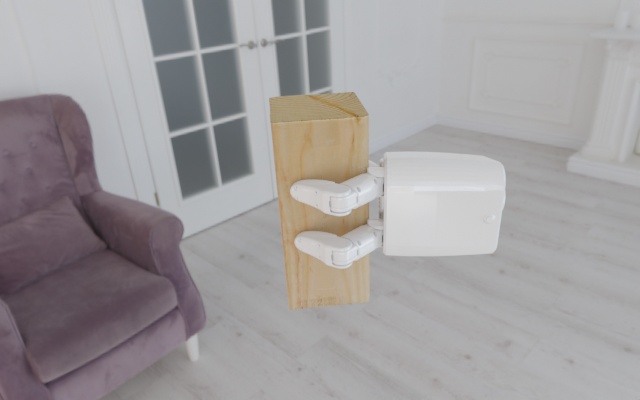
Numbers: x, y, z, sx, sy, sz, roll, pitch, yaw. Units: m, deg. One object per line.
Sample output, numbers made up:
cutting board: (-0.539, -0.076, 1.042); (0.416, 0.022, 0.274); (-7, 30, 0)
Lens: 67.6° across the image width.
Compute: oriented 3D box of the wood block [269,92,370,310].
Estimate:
wood block: (0.000, 0.001, 0.499); (0.090, 0.206, 0.090); (-5, 27, -4)
